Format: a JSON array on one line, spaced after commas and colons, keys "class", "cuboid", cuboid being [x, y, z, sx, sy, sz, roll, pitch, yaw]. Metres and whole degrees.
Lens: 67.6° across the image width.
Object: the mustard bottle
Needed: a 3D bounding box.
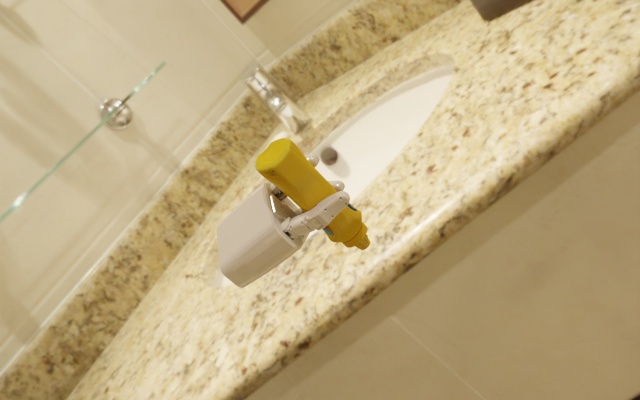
[{"class": "mustard bottle", "cuboid": [0.000, 0.002, 0.637, 0.192, 0.058, 0.096, 45, -6, -22]}]
